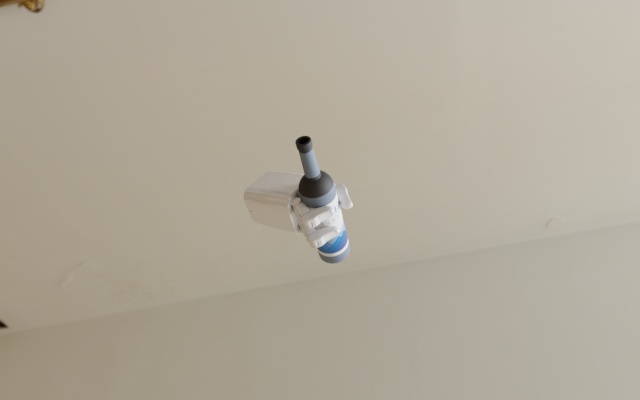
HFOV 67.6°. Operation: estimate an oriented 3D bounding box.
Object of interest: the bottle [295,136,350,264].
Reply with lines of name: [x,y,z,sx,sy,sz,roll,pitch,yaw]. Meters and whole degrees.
bottle: [0.000,0.003,0.894,0.069,0.069,0.296,0,-44,16]
